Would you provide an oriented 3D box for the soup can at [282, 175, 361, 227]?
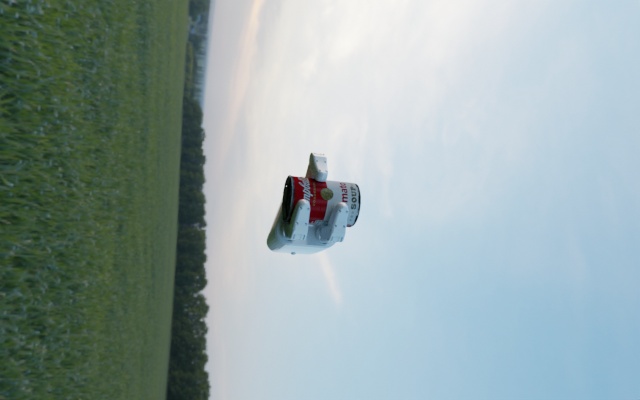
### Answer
[{"bbox_3d":[0.001,0.002,0.696,0.102,0.068,0.068,6,-2,-15],"label":"soup can"}]
